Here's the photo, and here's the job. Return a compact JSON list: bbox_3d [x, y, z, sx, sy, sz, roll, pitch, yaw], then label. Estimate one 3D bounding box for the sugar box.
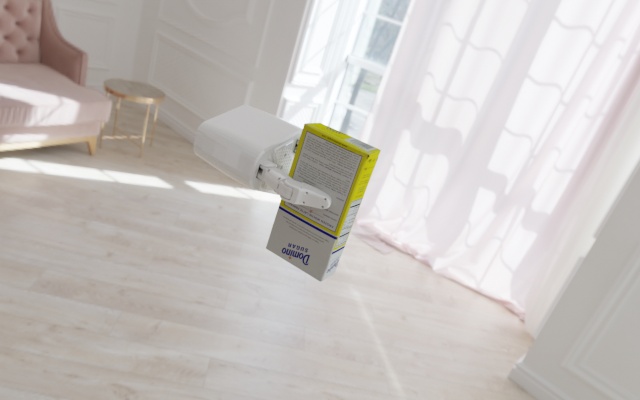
[{"bbox_3d":[0.000,0.002,0.597,0.093,0.176,0.048,29,24,23],"label":"sugar box"}]
